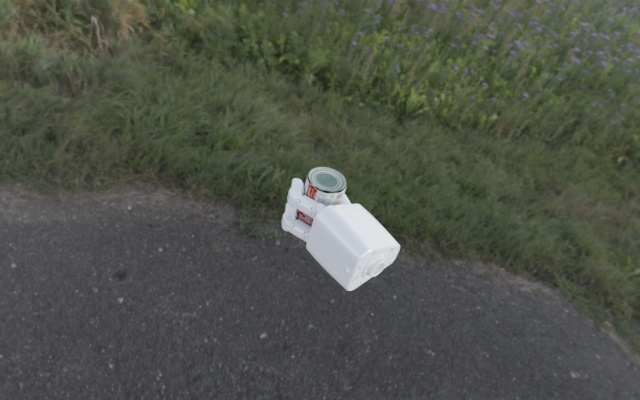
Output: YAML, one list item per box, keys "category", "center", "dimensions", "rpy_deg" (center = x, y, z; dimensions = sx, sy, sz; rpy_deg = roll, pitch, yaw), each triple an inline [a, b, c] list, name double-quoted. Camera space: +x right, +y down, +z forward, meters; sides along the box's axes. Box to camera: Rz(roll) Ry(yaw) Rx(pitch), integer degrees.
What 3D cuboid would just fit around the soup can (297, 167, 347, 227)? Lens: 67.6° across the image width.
- category: "soup can"
  center: [0.000, 0.002, 0.811]
  dimensions: [0.068, 0.102, 0.068]
  rpy_deg: [10, 39, -8]
